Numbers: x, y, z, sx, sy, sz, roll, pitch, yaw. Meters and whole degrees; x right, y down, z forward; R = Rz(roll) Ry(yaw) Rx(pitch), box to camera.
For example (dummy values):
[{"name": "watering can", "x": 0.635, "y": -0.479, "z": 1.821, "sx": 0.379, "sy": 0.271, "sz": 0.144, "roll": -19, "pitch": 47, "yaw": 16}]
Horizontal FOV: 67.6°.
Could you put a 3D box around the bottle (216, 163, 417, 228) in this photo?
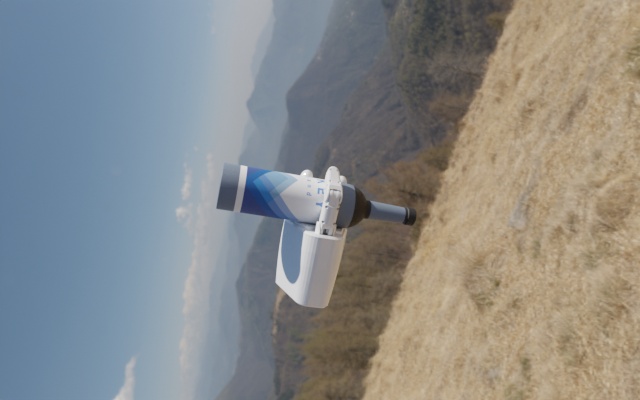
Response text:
[{"name": "bottle", "x": 0.000, "y": 0.002, "z": 0.703, "sx": 0.296, "sy": 0.069, "sz": 0.069, "roll": 9, "pitch": -2, "yaw": -12}]
